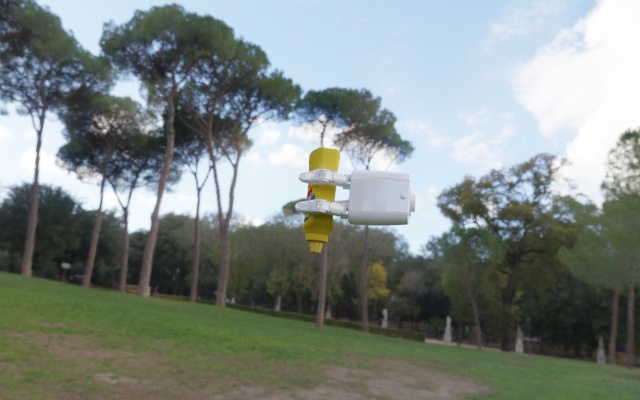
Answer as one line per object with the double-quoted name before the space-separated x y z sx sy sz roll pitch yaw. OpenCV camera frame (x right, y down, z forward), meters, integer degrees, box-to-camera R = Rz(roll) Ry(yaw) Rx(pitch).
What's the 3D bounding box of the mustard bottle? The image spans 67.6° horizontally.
"mustard bottle" 0.000 0.003 0.895 0.058 0.191 0.096 8 -12 -13
